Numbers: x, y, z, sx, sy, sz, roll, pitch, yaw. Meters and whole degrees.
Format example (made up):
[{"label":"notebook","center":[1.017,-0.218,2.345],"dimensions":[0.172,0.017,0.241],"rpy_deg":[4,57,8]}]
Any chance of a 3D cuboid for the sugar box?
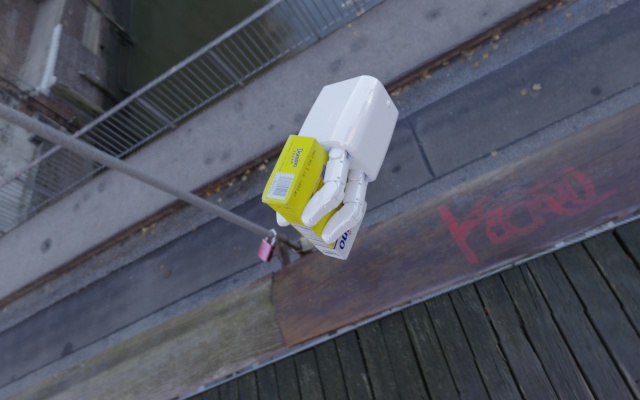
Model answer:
[{"label":"sugar box","center":[0.001,0.002,0.625],"dimensions":[0.048,0.093,0.176],"rpy_deg":[10,-21,36]}]
